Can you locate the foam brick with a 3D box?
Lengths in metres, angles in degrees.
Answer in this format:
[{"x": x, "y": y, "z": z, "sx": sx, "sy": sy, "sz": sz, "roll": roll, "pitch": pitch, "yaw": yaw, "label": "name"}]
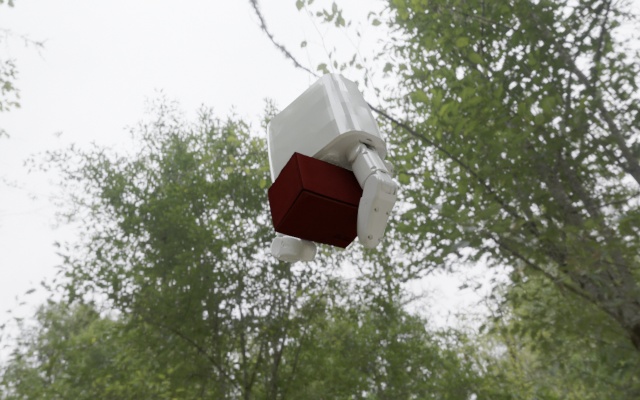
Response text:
[{"x": 0.000, "y": 0.001, "z": 0.422, "sx": 0.078, "sy": 0.051, "sz": 0.053, "roll": 17, "pitch": -52, "yaw": -30, "label": "foam brick"}]
